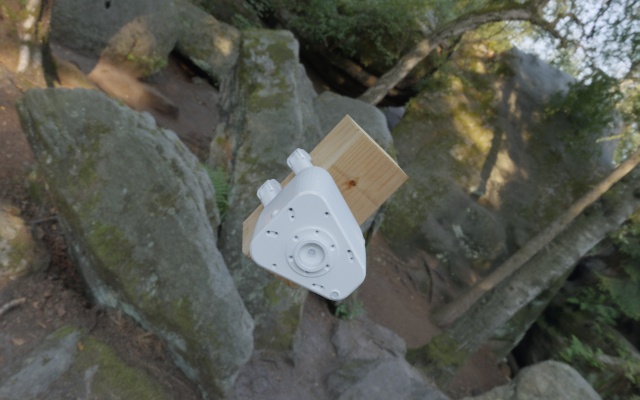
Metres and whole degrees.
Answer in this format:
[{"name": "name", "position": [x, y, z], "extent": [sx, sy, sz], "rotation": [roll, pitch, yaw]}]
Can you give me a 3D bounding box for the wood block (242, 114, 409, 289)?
[{"name": "wood block", "position": [0.000, 0.002, 0.619], "extent": [0.091, 0.206, 0.090], "rotation": [41, 12, -22]}]
